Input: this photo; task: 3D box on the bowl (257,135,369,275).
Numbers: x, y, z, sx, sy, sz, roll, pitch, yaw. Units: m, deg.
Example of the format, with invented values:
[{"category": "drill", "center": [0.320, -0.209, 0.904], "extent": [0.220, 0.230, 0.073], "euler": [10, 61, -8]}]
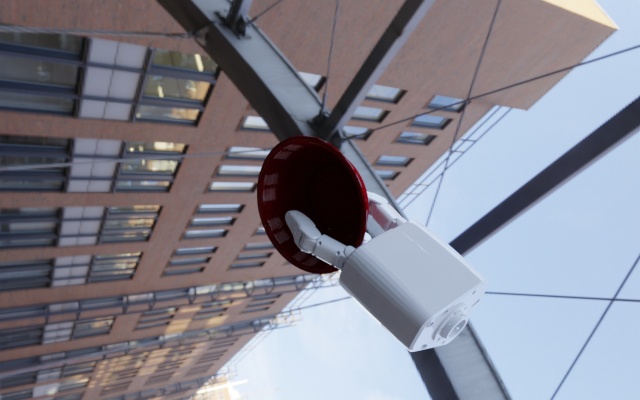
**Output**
[{"category": "bowl", "center": [0.000, 0.001, 0.564], "extent": [0.162, 0.162, 0.055], "euler": [0, 12, 38]}]
